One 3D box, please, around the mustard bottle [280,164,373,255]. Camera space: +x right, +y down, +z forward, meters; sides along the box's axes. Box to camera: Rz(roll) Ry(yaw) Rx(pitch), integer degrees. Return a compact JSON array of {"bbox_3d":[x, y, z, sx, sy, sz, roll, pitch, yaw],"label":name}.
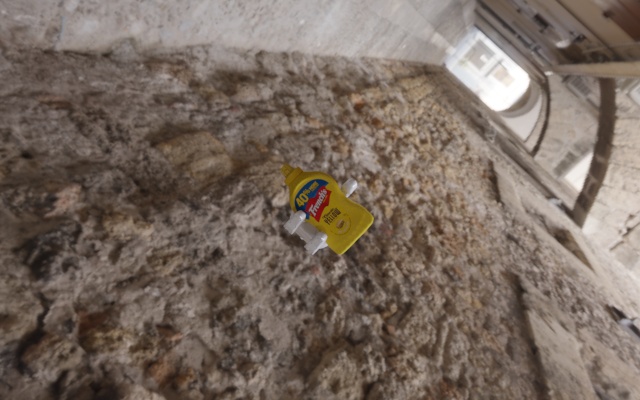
[{"bbox_3d":[0.000,0.003,0.887,0.191,0.096,0.058,44,10,2],"label":"mustard bottle"}]
